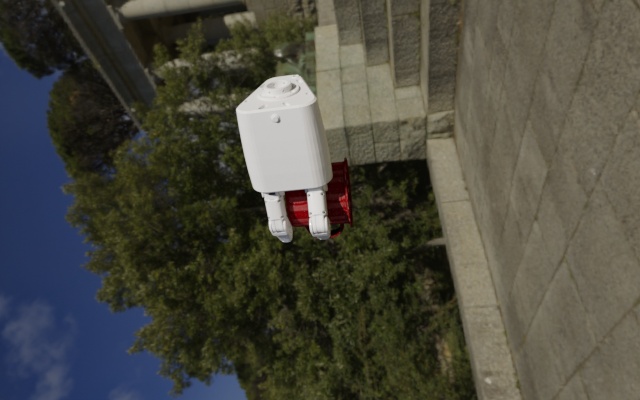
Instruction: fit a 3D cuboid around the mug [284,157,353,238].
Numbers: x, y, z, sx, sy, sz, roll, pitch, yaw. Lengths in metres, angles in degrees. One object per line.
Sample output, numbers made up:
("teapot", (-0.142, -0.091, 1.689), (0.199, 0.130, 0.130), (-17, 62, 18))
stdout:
("mug", (0.000, 0.003, 0.646), (0.081, 0.117, 0.093), (-5, 35, 6))
